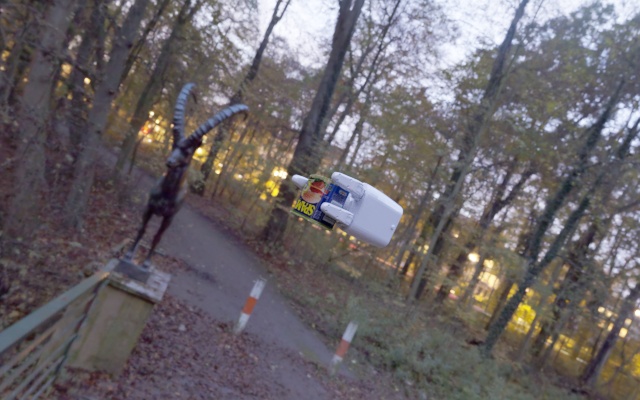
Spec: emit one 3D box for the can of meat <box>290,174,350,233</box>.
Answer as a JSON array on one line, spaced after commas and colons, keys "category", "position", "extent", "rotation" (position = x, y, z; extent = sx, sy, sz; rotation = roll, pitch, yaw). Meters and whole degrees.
[{"category": "can of meat", "position": [0.000, 0.003, 0.875], "extent": [0.057, 0.084, 0.102], "rotation": [28, -3, -30]}]
